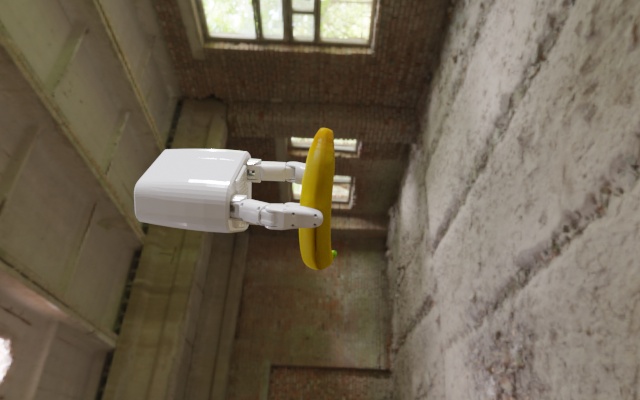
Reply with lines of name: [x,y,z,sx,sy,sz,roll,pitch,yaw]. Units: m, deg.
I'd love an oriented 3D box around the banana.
banana: [-0.003,0.016,0.542,0.037,0.198,0.069,6,41,8]
